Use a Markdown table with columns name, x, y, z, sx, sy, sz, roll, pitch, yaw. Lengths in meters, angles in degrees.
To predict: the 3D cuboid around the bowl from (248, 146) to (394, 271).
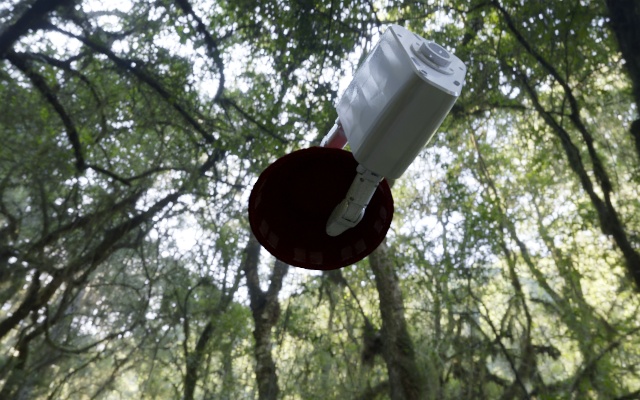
| name | x | y | z | sx | sy | sz | roll | pitch | yaw |
| --- | --- | --- | --- | --- | --- | --- | --- | --- | --- |
| bowl | -0.001 | 0.002 | 0.549 | 0.162 | 0.162 | 0.055 | 0 | 30 | -2 |
